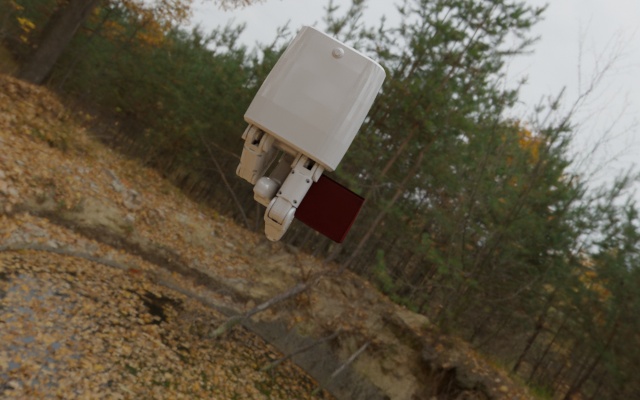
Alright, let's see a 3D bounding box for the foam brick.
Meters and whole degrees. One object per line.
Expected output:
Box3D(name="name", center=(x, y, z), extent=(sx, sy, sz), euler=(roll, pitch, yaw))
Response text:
Box3D(name="foam brick", center=(0.000, 0.002, 0.477), extent=(0.078, 0.051, 0.053), euler=(31, 0, 5))
